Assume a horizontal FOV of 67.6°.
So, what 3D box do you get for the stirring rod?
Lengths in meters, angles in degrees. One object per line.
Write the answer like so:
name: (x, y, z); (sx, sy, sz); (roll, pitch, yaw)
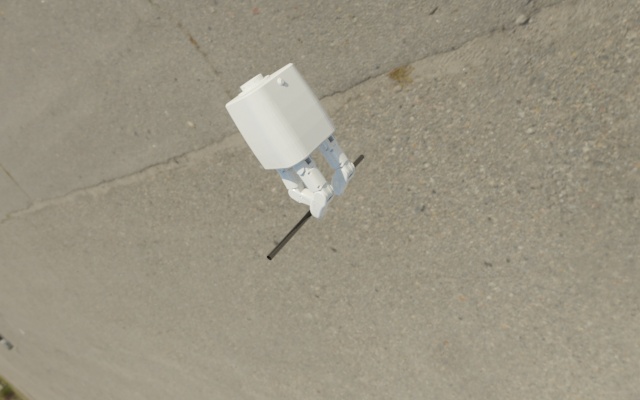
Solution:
stirring rod: (0.000, 0.002, 0.679); (0.011, 0.011, 0.239); (0, 36, 43)
